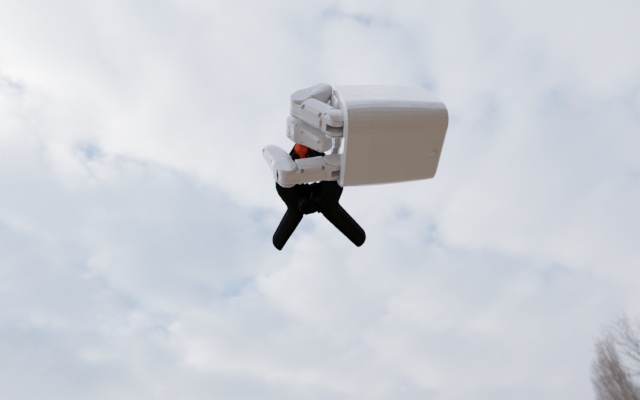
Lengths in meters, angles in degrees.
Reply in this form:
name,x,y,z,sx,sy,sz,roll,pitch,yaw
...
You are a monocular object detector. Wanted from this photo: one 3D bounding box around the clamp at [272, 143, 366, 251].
name,x,y,z,sx,sy,sz,roll,pitch,yaw
clamp,0.000,0.001,0.572,0.120,0.039,0.172,-1,-45,-4
